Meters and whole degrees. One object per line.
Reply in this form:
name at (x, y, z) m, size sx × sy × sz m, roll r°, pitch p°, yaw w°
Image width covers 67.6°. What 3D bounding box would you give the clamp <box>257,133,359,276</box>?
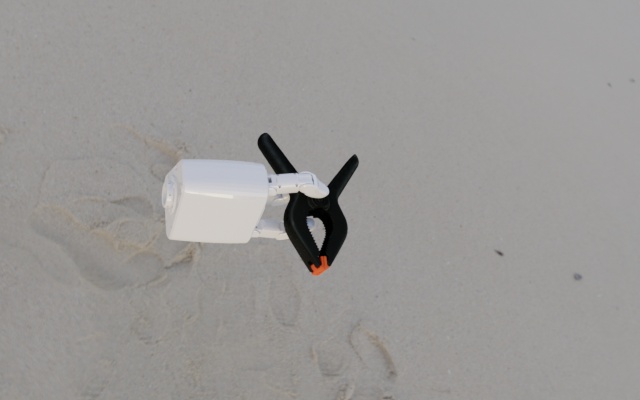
clamp at (0.000, 0.002, 0.676) m, size 0.164 × 0.210 × 0.036 m, roll 3°, pitch -29°, yaw -29°
